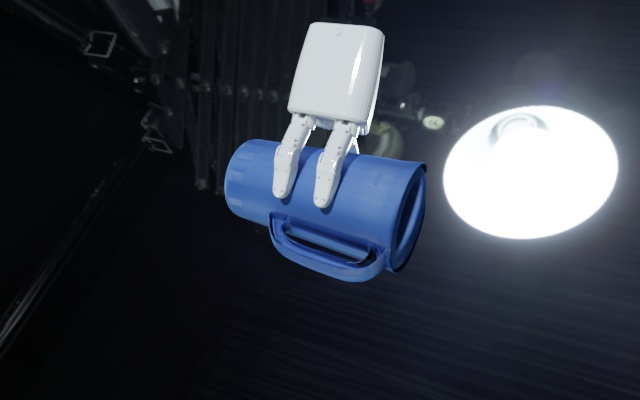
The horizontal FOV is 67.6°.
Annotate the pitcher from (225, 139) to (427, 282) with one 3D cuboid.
[{"bbox_3d":[0.000,0.002,0.593,0.243,0.145,0.149,14,3,24],"label":"pitcher"}]
